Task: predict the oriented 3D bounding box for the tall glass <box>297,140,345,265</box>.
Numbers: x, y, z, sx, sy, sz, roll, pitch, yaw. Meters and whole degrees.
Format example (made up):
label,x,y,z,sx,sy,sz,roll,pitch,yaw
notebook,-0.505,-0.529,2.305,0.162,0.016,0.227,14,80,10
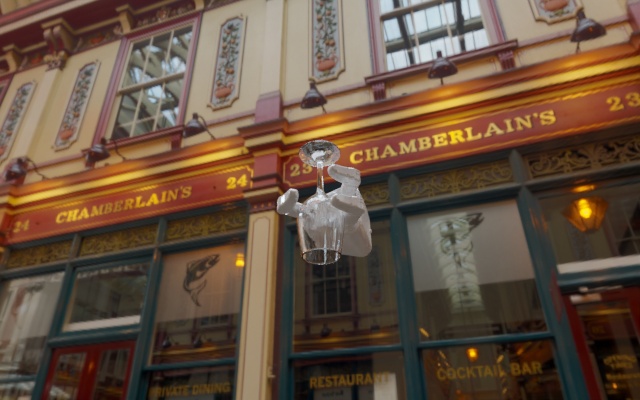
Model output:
label,x,y,z,sx,sy,sz,roll,pitch,yaw
tall glass,0.000,0.002,0.789,0.079,0.201,0.079,-1,-31,0
